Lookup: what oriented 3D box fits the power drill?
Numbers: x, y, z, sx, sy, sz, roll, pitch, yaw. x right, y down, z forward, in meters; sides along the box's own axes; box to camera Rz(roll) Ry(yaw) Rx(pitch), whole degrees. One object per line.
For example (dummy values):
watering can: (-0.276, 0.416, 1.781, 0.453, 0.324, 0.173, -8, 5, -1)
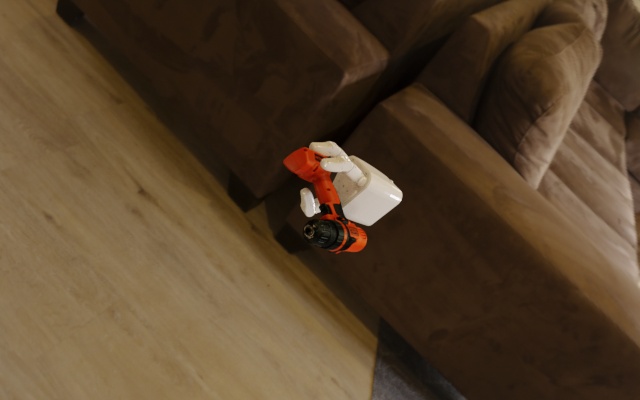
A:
power drill: (0.000, 0.002, 0.831, 0.057, 0.187, 0.184, -29, -22, 20)
